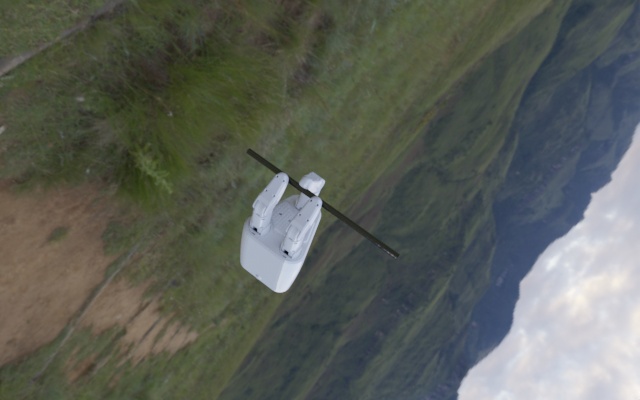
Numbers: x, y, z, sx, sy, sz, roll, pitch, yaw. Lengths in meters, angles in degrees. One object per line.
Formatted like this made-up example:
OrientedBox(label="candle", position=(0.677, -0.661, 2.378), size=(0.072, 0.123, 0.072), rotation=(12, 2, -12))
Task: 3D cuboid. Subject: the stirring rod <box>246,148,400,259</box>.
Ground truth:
OrientedBox(label="stirring rod", position=(0.000, 0.002, 0.615), size=(0.239, 0.011, 0.011), rotation=(35, 7, 10))
